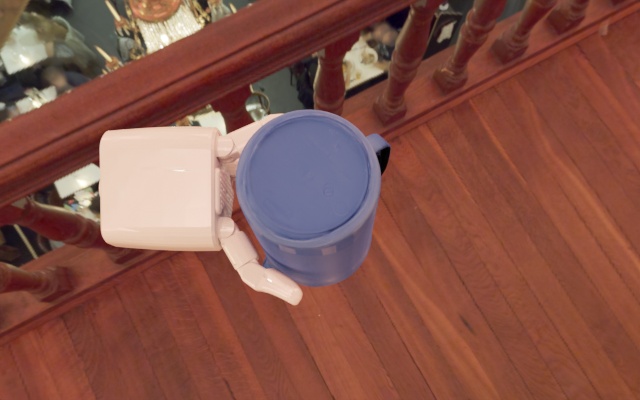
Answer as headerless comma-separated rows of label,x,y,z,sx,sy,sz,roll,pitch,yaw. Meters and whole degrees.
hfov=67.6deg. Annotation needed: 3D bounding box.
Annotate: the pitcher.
pitcher,0.000,0.002,0.461,0.145,0.149,0.243,2,-13,1
